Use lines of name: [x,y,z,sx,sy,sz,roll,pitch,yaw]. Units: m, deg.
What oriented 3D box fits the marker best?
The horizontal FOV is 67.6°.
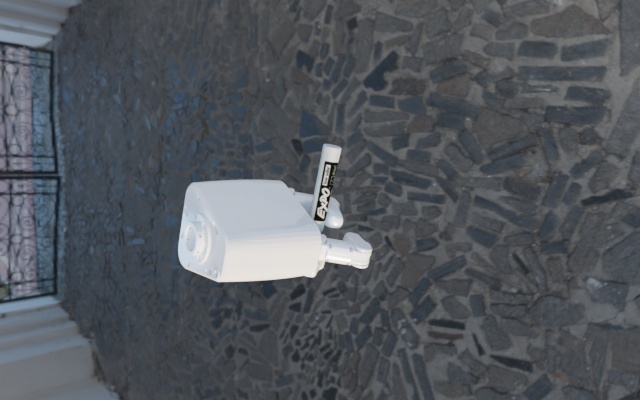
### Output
marker: [0.000,0.002,0.500,0.020,0.121,0.020,11,15,-3]
